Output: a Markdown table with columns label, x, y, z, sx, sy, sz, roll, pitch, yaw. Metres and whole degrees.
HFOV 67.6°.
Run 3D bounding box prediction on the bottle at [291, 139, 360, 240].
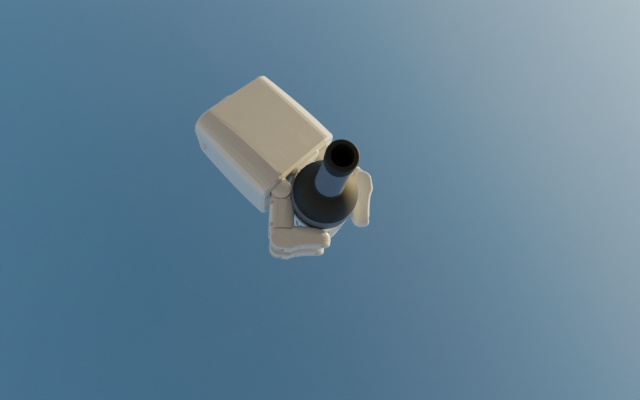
| label | x | y | z | sx | sy | sz | roll | pitch | yaw |
| --- | --- | --- | --- | --- | --- | --- | --- | --- | --- |
| bottle | 0.000 | 0.002 | 0.509 | 0.069 | 0.069 | 0.296 | 0 | -14 | -7 |
